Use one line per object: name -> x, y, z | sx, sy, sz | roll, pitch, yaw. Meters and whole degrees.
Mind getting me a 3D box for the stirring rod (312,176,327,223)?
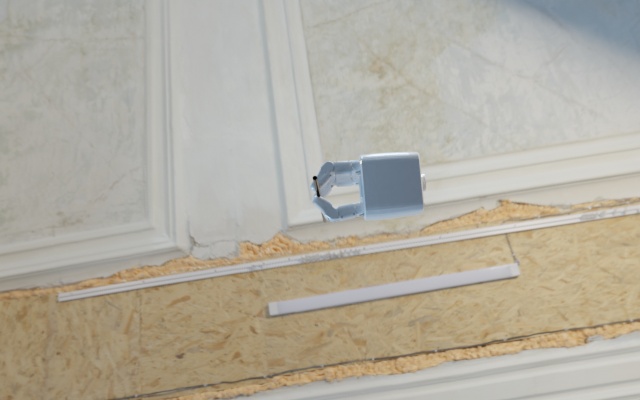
stirring rod -> 0.000, 0.003, 0.898 | 0.011, 0.011, 0.240 | 0, -19, 5
